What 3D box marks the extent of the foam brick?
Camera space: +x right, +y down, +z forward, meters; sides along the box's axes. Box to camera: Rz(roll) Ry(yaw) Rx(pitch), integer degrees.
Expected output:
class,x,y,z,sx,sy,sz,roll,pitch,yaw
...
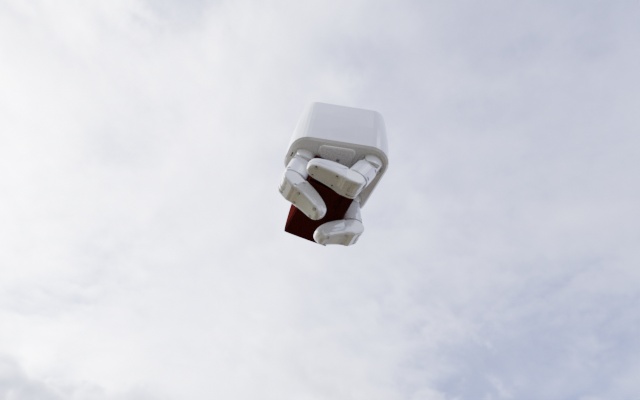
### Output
class,x,y,z,sx,sy,sz,roll,pitch,yaw
foam brick,0.000,0.002,0.533,0.053,0.078,0.051,23,35,-9
